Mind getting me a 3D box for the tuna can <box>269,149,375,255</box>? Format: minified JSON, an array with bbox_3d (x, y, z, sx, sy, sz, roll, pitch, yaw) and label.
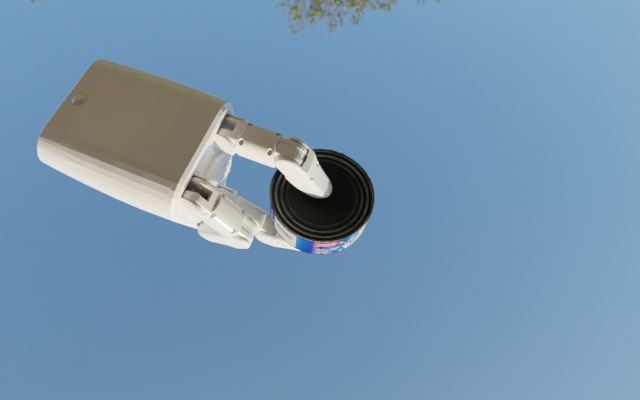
[{"bbox_3d":[0.000,0.002,0.401,0.086,0.086,0.034,0,-27,-6],"label":"tuna can"}]
